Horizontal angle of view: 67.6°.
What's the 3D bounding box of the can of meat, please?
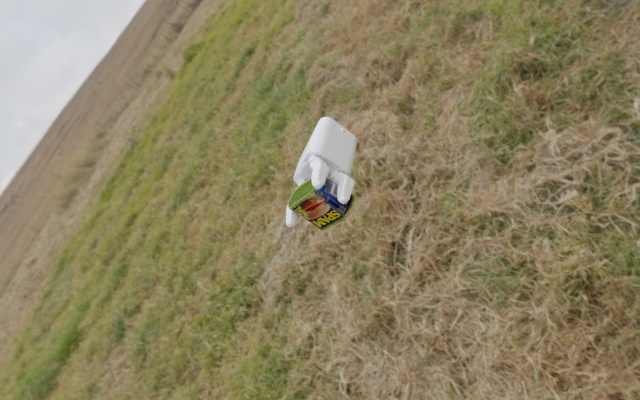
[{"bbox_3d":[0.000,0.003,0.882,0.084,0.057,0.102,34,-38,-21],"label":"can of meat"}]
